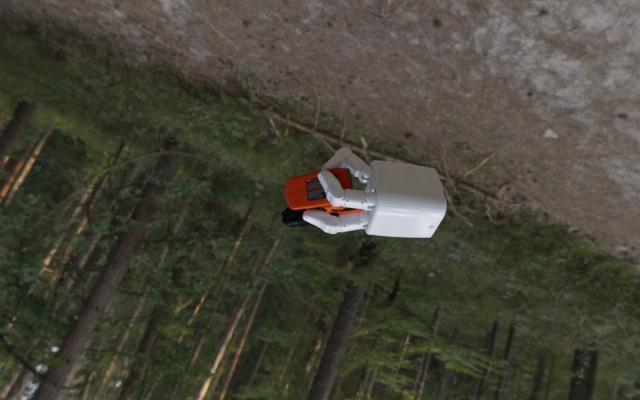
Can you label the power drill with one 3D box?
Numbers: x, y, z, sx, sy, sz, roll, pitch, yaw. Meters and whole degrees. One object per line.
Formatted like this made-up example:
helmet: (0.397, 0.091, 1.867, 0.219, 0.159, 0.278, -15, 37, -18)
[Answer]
power drill: (0.000, 0.003, 0.825, 0.184, 0.057, 0.188, -12, -14, 10)
